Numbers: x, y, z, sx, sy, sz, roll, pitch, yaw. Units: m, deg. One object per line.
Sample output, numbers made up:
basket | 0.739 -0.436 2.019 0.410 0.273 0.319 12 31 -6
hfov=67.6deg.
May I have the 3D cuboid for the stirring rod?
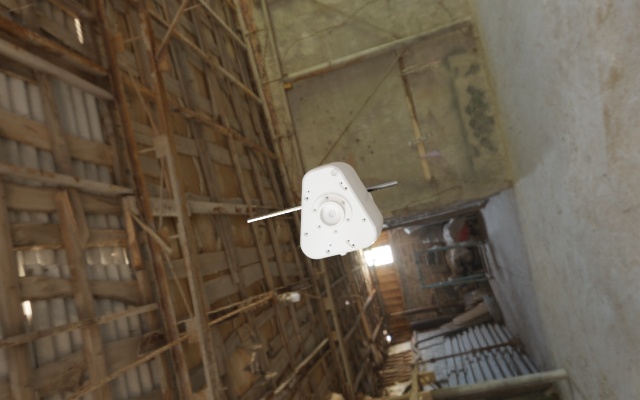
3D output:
stirring rod | 0.000 0.002 0.737 0.239 0.011 0.011 -14 -3 10
